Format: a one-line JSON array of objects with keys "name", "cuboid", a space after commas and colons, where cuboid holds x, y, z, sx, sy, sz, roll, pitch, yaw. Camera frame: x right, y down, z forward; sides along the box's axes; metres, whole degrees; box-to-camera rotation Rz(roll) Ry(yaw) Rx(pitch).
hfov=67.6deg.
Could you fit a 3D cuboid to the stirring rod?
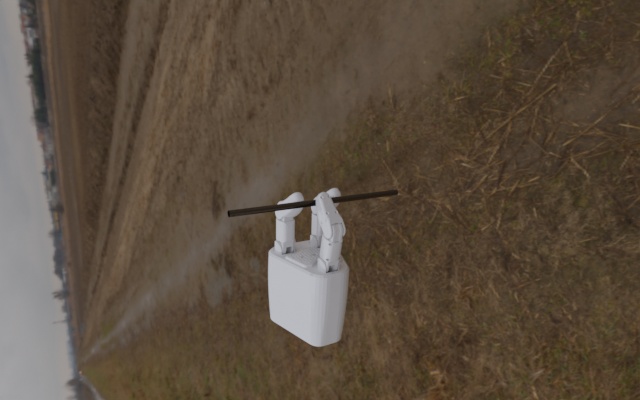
[{"name": "stirring rod", "cuboid": [0.000, 0.002, 0.602, 0.239, 0.011, 0.011, -7, 3, -29]}]
